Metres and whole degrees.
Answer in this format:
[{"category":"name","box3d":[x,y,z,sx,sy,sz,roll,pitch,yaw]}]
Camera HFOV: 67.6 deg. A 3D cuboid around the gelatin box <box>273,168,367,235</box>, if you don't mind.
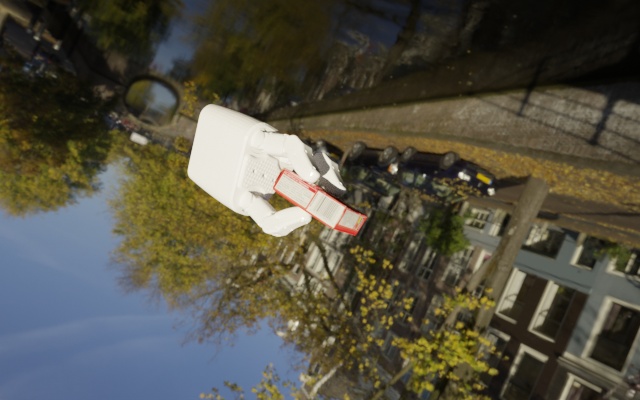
[{"category":"gelatin box","box3d":[0.000,0.002,0.531,0.089,0.030,0.073,33,4,24]}]
